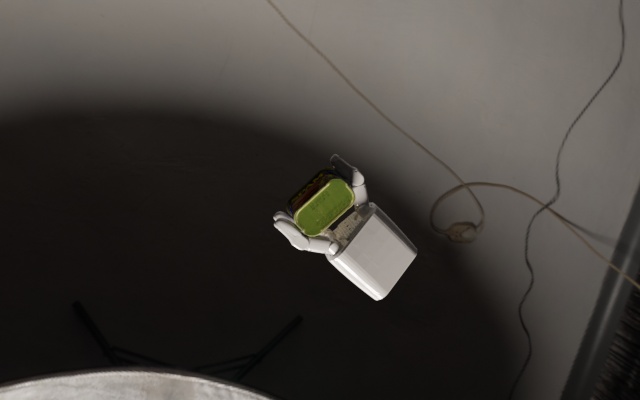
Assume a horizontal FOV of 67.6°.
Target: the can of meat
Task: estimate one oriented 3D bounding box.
[{"bbox_3d":[0.000,0.002,0.731,0.102,0.057,0.084,-43,15,2],"label":"can of meat"}]
